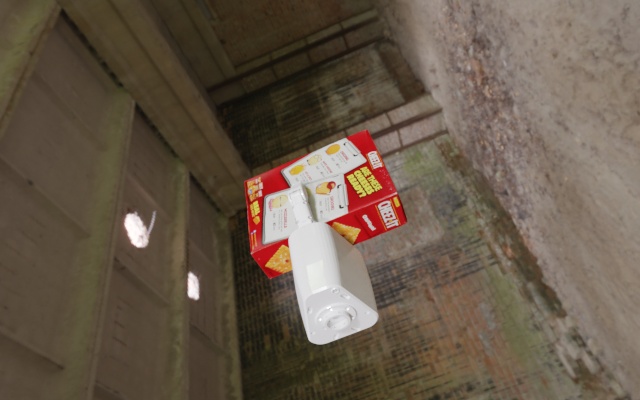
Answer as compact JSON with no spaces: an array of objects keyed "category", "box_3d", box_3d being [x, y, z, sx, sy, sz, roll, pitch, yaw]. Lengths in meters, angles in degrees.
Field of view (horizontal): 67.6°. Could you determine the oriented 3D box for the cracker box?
[{"category":"cracker box","box_3d":[0.000,0.002,0.708,0.214,0.072,0.164,-22,41,6]}]
